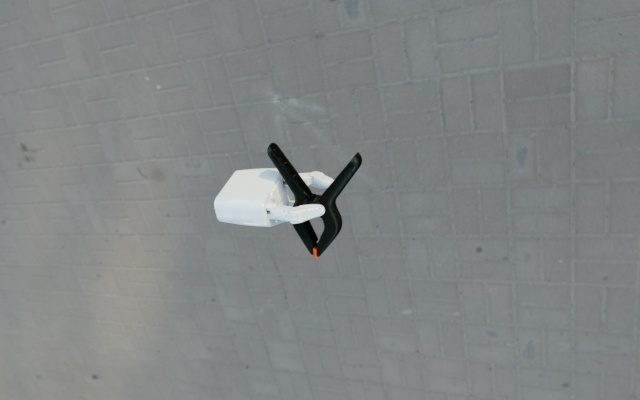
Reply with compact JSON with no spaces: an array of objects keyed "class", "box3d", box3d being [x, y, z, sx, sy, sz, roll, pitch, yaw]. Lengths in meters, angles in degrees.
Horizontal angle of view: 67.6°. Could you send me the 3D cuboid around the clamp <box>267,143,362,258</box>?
[{"class":"clamp","box3d":[0.000,0.003,0.807,0.164,0.210,0.036,3,26,26]}]
